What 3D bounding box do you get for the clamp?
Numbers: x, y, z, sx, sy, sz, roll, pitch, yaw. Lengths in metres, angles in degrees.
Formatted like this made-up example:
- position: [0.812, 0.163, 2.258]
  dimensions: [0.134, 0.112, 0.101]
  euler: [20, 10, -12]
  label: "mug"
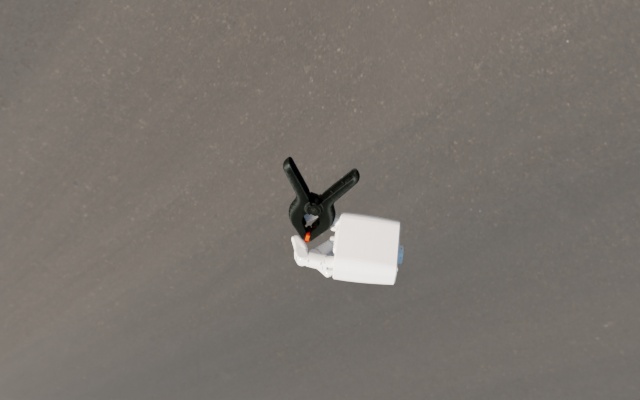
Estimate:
- position: [0.000, 0.003, 0.789]
  dimensions: [0.120, 0.172, 0.039]
  euler: [7, 44, 6]
  label: "clamp"
